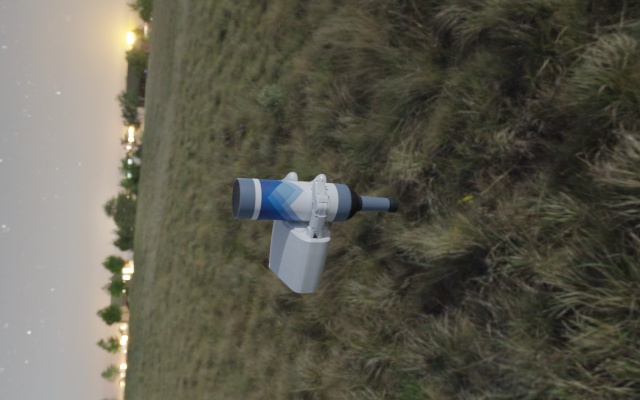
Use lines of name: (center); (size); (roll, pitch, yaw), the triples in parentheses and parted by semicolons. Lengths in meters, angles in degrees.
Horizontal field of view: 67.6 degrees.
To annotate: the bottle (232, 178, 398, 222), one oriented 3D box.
bottle: (0.000, 0.003, 0.825); (0.296, 0.069, 0.069); (3, -1, -22)
